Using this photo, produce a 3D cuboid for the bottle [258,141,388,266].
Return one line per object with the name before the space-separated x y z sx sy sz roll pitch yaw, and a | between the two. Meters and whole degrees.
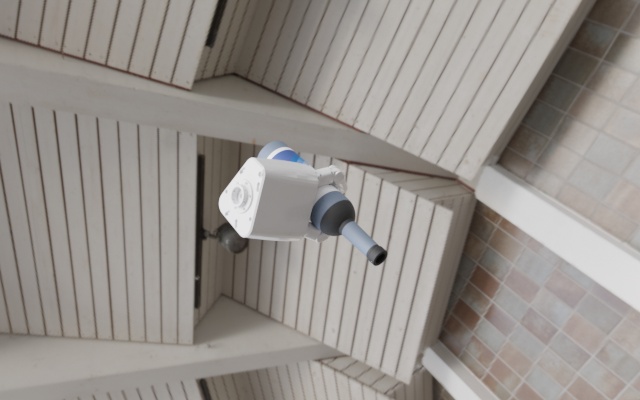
bottle | 0.000 0.002 0.767 0.069 0.069 0.295 0 33 -44
